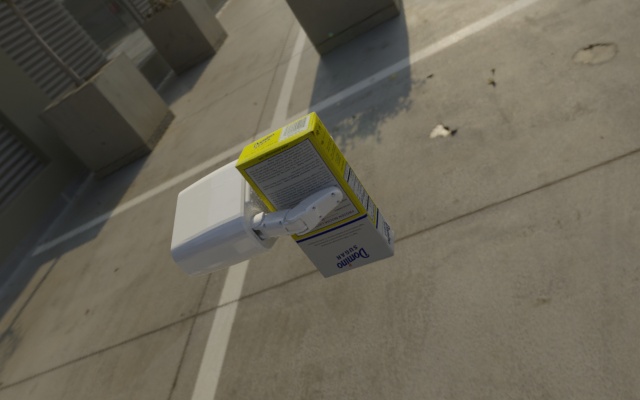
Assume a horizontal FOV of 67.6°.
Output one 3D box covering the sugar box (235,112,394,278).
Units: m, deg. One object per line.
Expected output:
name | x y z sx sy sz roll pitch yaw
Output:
sugar box | 0.000 0.001 0.514 0.093 0.176 0.048 -22 33 24
